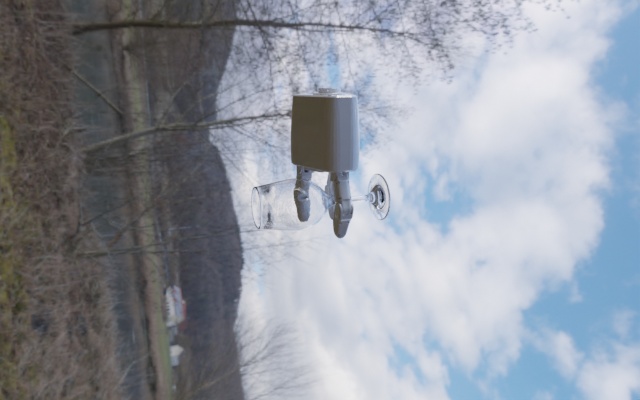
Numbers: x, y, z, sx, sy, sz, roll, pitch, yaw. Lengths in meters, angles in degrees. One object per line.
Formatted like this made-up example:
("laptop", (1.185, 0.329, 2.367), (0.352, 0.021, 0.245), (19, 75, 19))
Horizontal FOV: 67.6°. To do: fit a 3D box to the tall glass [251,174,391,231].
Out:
("tall glass", (0.001, 0.002, 0.723), (0.201, 0.079, 0.079), (-5, 2, -20))
